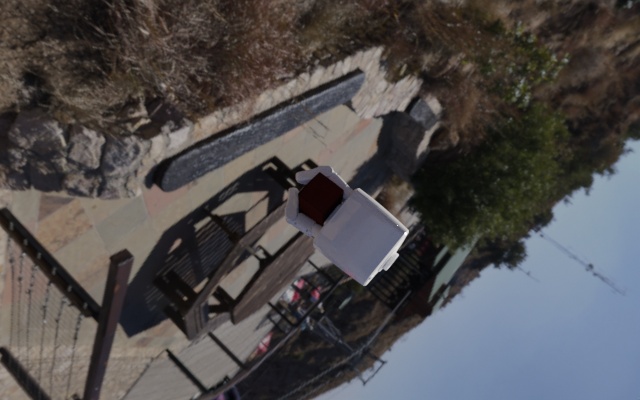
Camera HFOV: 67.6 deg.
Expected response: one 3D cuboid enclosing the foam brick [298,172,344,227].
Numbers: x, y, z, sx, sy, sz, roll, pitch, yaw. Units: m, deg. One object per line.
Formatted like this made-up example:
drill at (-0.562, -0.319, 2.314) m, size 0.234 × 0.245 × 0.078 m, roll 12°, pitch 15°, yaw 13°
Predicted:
foam brick at (0.000, 0.002, 0.754) m, size 0.051 × 0.053 × 0.078 m, roll 38°, pitch -19°, yaw 14°
